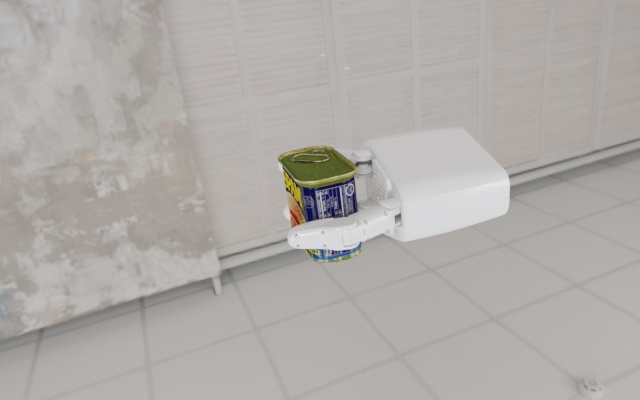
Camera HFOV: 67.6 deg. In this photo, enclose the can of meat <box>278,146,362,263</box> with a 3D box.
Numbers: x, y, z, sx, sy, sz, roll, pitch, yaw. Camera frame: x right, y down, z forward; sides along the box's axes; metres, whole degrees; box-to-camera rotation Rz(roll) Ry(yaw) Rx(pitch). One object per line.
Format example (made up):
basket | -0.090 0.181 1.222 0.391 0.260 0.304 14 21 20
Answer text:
can of meat | 0.000 0.002 0.460 0.057 0.084 0.102 -13 23 -13
